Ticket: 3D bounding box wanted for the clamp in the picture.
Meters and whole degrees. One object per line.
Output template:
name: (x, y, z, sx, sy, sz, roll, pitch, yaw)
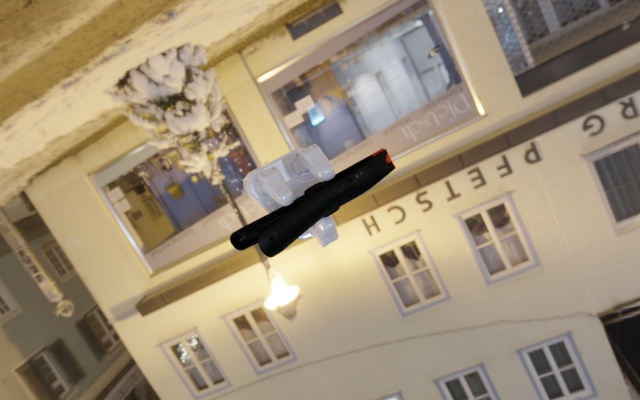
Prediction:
clamp: (0.001, 0.002, 0.526, 0.210, 0.036, 0.164, -30, 9, -12)
